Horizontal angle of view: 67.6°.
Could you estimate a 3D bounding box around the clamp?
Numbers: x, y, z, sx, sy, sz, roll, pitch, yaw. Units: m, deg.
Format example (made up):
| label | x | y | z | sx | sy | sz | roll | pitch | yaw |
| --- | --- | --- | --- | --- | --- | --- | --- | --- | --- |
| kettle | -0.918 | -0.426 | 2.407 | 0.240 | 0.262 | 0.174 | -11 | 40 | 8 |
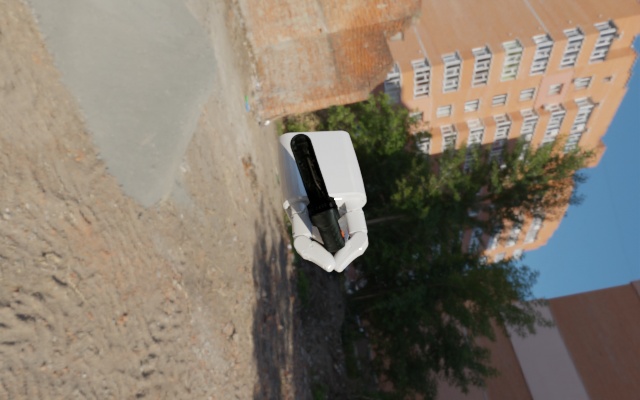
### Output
| label | x | y | z | sx | sy | sz | roll | pitch | yaw |
| --- | --- | --- | --- | --- | --- | --- | --- | --- | --- |
| clamp | 0.001 | 0.002 | 0.570 | 0.039 | 0.120 | 0.171 | -12 | -25 | 2 |
